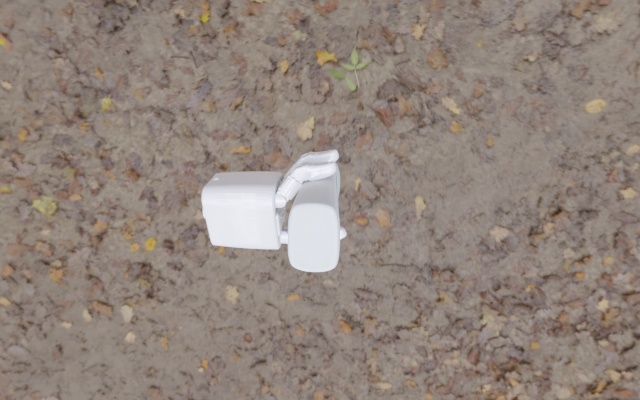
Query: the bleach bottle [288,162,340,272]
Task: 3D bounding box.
[{"bbox_3d":[0.000,0.002,0.723,0.068,0.103,0.250,2,22,4],"label":"bleach bottle"}]
